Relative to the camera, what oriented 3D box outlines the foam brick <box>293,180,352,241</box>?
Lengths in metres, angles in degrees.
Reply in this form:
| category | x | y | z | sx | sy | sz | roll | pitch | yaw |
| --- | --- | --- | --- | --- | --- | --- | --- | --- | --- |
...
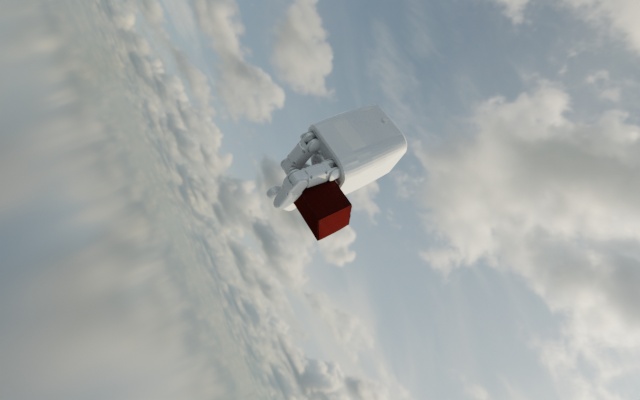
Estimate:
| category | x | y | z | sx | sy | sz | roll | pitch | yaw |
| --- | --- | --- | --- | --- | --- | --- | --- | --- | --- |
| foam brick | 0.000 | 0.002 | 0.636 | 0.051 | 0.078 | 0.053 | -23 | -30 | -18 |
